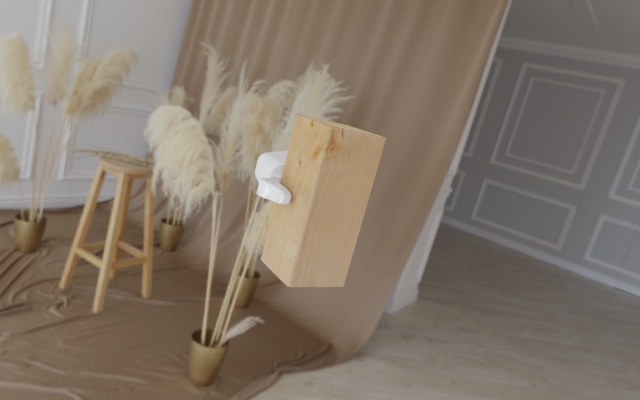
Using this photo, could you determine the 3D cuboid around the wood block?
[{"bbox_3d":[0.000,0.002,0.630,0.091,0.206,0.090,6,15,-33],"label":"wood block"}]
